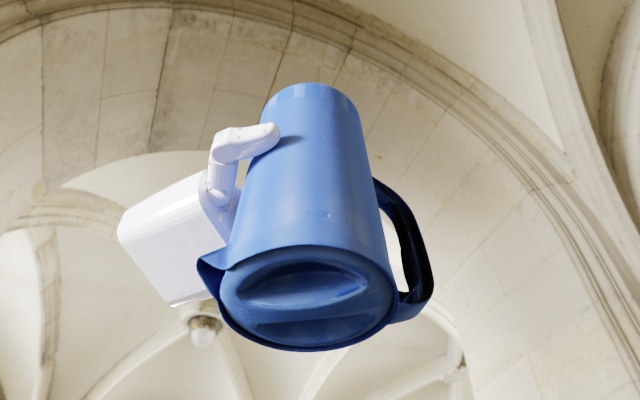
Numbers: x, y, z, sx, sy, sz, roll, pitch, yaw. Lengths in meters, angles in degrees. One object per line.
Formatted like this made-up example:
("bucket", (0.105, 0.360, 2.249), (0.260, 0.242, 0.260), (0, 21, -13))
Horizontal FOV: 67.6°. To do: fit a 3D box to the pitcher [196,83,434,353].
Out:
("pitcher", (0.000, 0.001, 0.431), (0.145, 0.242, 0.149), (-22, -51, 19))
